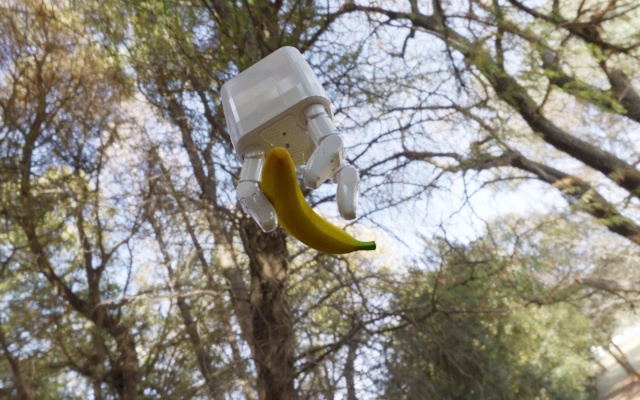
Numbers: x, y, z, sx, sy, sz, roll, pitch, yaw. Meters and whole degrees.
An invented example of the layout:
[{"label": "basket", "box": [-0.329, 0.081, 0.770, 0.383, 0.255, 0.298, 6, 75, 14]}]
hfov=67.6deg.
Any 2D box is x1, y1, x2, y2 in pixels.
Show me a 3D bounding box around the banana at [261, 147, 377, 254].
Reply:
[{"label": "banana", "box": [-0.014, 0.012, 0.506, 0.069, 0.037, 0.198, -28, -42, 18]}]
